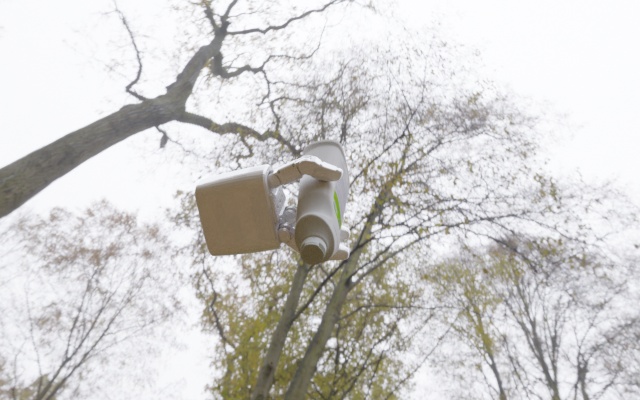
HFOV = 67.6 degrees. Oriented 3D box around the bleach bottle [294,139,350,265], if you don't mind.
[{"bbox_3d":[0.000,0.002,0.670,0.068,0.103,0.250,-11,24,11],"label":"bleach bottle"}]
